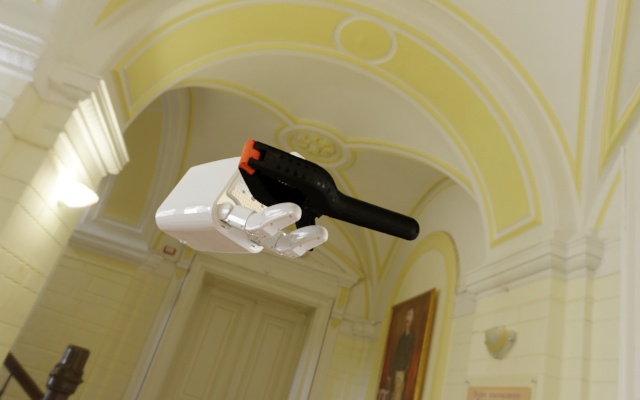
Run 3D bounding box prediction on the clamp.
[{"bbox_3d":[0.000,0.001,0.513,0.164,0.036,0.210,-7,-33,32],"label":"clamp"}]
